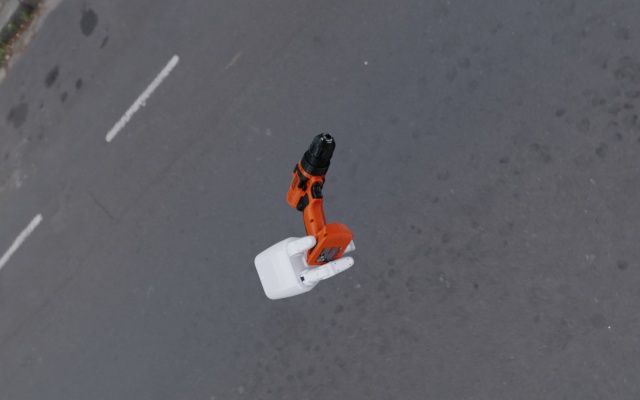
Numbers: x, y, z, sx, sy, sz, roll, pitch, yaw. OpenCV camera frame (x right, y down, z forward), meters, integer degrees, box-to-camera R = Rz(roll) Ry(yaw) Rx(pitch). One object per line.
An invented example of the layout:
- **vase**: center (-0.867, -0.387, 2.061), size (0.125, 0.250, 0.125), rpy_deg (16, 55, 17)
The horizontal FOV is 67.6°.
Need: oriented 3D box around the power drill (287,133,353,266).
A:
- **power drill**: center (0.000, 0.003, 0.823), size (0.057, 0.187, 0.184), rpy_deg (0, -37, -21)
